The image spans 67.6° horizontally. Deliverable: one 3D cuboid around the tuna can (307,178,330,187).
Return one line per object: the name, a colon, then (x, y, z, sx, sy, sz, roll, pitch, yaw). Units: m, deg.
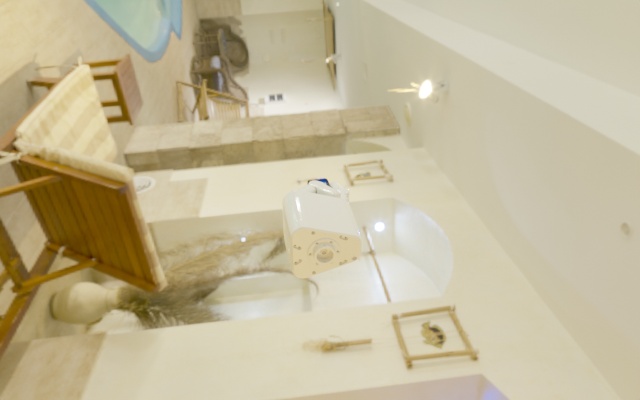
tuna can: (0.001, 0.003, 0.865, 0.034, 0.086, 0.086, -9, 1, -8)
